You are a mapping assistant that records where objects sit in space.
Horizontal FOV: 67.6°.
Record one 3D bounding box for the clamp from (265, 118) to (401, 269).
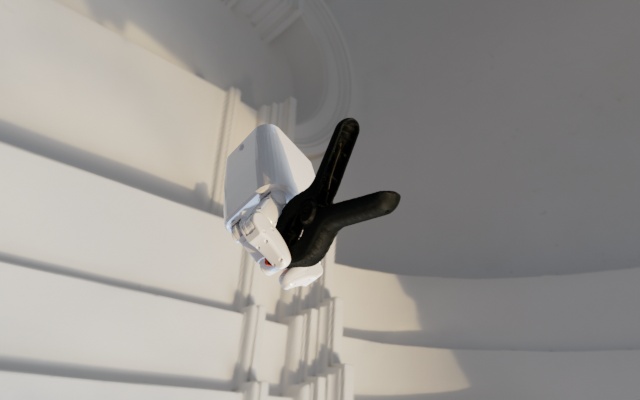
[{"bbox_3d":[0.000,0.002,0.476,0.039,0.120,0.171,26,-51,-34],"label":"clamp"}]
